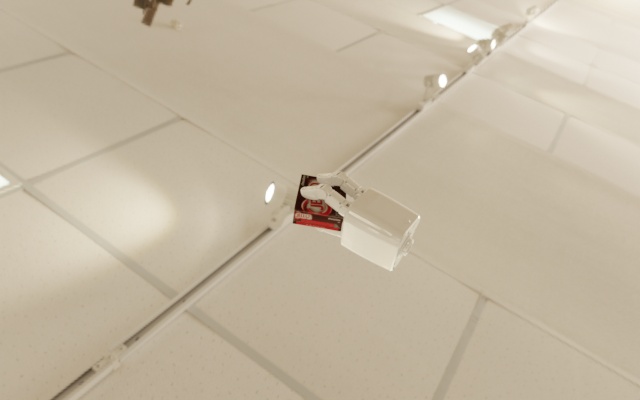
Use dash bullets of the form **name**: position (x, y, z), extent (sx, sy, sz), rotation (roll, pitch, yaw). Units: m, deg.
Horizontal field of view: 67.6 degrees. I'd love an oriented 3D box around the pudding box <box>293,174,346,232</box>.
- **pudding box**: position (0.000, 0.003, 0.878), extent (0.090, 0.039, 0.113), rotation (10, 36, -2)
